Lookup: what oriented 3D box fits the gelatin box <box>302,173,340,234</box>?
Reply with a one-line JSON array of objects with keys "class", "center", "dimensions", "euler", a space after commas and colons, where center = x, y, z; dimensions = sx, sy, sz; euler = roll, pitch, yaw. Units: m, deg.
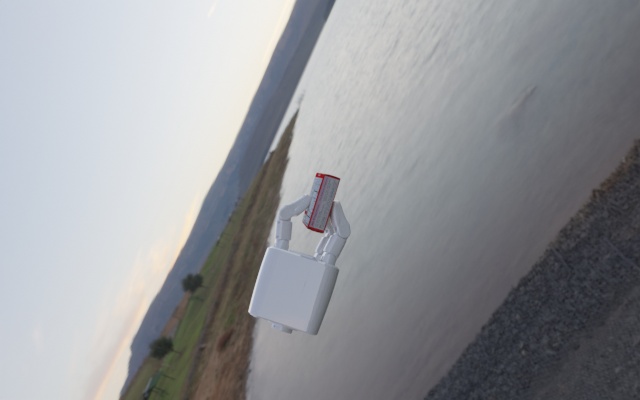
[{"class": "gelatin box", "center": [0.000, 0.002, 0.749], "dimensions": [0.030, 0.089, 0.073], "euler": [16, 2, -10]}]
